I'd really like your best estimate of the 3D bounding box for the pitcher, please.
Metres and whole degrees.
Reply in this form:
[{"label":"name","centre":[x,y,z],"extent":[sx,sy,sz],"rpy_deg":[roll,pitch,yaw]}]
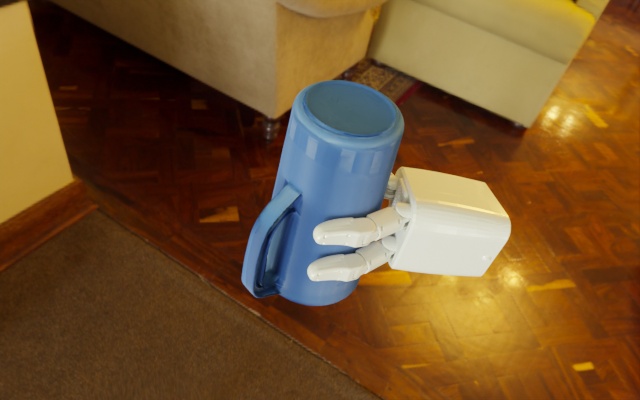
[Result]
[{"label":"pitcher","centre":[0.000,0.002,0.521],"extent":[0.145,0.243,0.149],"rpy_deg":[9,44,-5]}]
